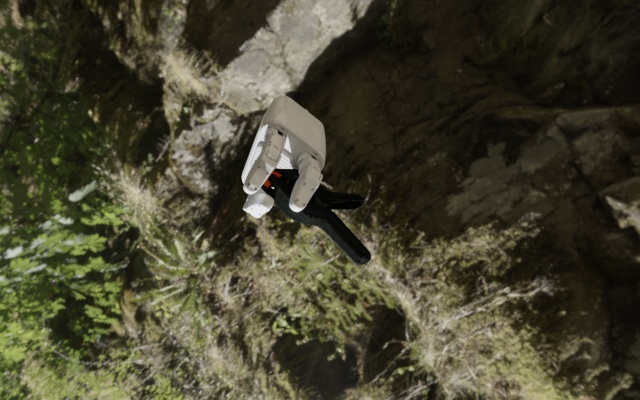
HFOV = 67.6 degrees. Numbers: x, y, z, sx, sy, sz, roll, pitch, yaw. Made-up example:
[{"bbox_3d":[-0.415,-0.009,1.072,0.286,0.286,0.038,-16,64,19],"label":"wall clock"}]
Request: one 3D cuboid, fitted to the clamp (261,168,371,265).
[{"bbox_3d":[0.000,0.002,0.627,0.171,0.039,0.120,36,28,-18],"label":"clamp"}]
